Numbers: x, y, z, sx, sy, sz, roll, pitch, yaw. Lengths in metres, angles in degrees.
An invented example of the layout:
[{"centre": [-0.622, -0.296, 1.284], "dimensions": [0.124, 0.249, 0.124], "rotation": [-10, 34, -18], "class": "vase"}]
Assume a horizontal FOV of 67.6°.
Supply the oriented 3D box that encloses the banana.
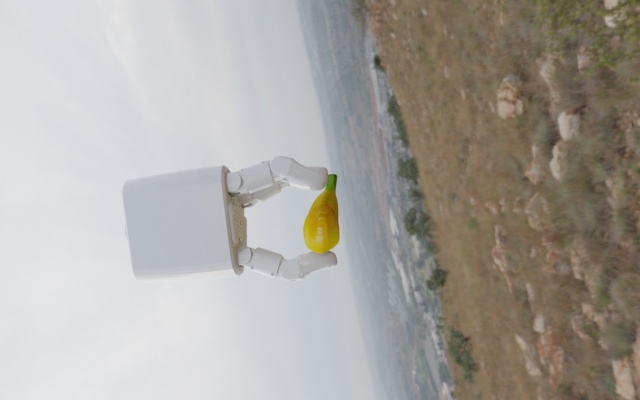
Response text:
[{"centre": [0.001, 0.019, 0.492], "dimensions": [0.037, 0.069, 0.197], "rotation": [-2, 11, 2], "class": "banana"}]
